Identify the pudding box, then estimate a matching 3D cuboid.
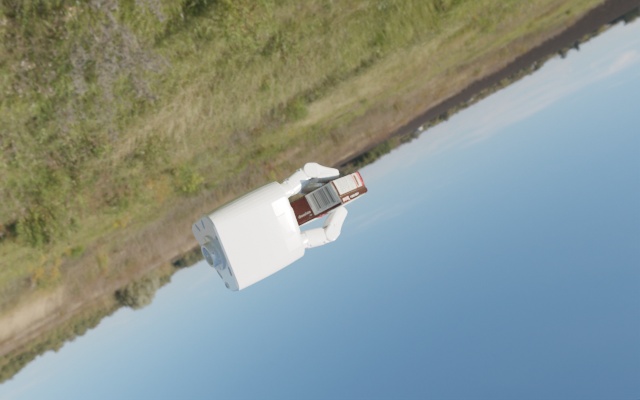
[{"bbox_3d":[0.000,0.002,0.688,0.113,0.039,0.090,-26,0,31],"label":"pudding box"}]
